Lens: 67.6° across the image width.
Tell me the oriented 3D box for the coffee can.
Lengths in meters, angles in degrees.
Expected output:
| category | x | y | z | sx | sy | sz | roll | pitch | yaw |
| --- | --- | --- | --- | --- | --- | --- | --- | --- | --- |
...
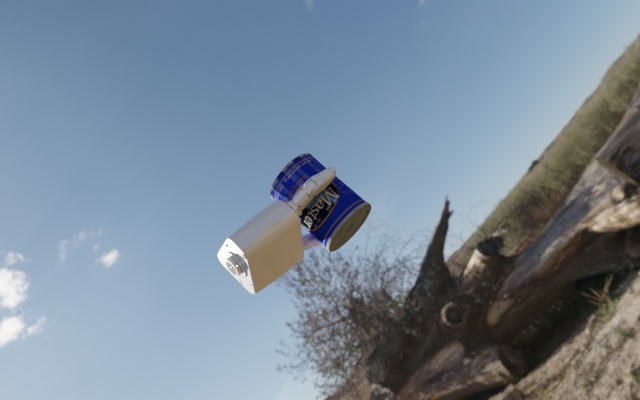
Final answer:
| category | x | y | z | sx | sy | sz | roll | pitch | yaw |
| --- | --- | --- | --- | --- | --- | --- | --- | --- | --- |
| coffee can | 0.000 | 0.003 | 0.805 | 0.140 | 0.103 | 0.103 | 41 | 15 | 18 |
